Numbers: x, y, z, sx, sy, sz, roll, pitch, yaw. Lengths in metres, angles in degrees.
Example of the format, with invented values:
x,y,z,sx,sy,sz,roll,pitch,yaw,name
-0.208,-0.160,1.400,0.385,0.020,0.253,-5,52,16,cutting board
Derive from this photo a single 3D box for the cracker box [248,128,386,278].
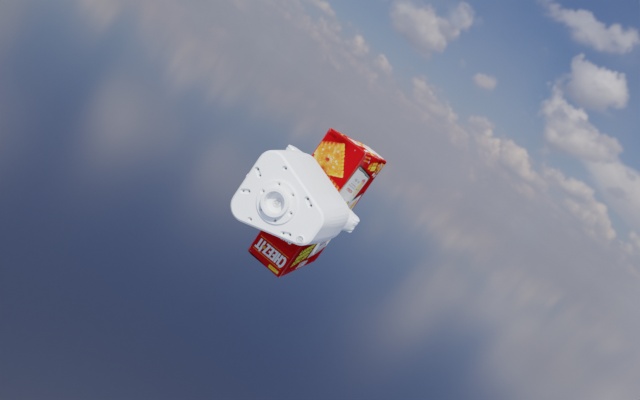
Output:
x,y,z,sx,sy,sz,roll,pitch,yaw,name
0.000,0.002,0.728,0.072,0.214,0.164,38,12,13,cracker box
